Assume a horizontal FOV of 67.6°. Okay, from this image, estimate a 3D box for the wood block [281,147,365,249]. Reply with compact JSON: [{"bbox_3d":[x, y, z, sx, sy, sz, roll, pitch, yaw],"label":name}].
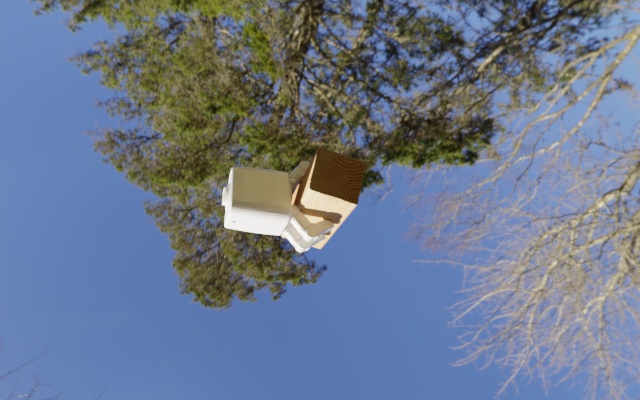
[{"bbox_3d":[0.000,0.003,0.892,0.090,0.090,0.206,18,-30,-10],"label":"wood block"}]
